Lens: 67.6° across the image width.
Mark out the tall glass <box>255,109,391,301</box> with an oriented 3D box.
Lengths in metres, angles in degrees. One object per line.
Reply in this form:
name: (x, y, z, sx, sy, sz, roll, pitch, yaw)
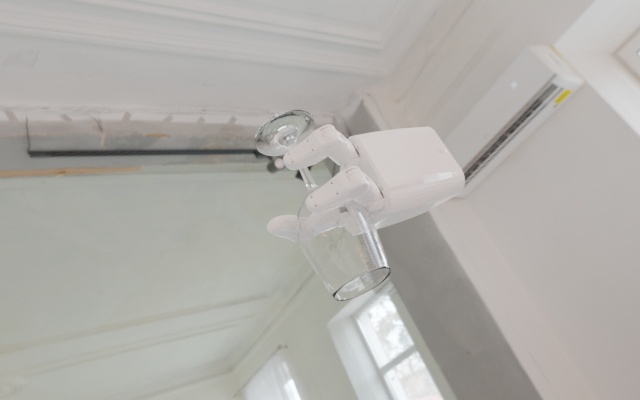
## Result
tall glass: (0.000, 0.001, 0.500, 0.079, 0.201, 0.079, -21, -28, -12)
